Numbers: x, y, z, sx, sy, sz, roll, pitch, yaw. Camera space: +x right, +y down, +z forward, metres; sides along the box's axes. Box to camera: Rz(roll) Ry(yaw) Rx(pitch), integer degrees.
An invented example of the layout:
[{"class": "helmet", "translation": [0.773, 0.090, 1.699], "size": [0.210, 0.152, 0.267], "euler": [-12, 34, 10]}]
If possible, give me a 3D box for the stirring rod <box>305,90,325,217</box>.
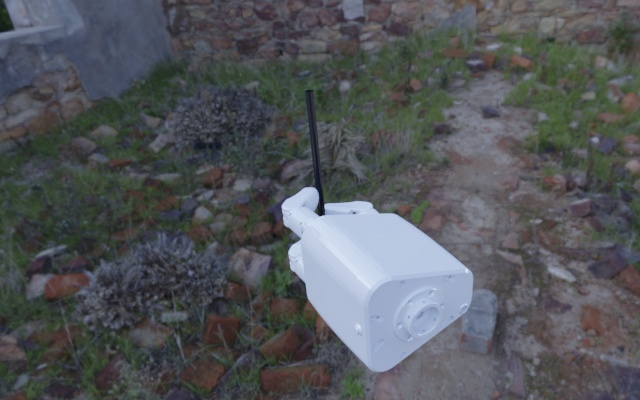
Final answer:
[{"class": "stirring rod", "translation": [0.000, 0.002, 0.511], "size": [0.011, 0.240, 0.011], "euler": [-5, 27, 2]}]
